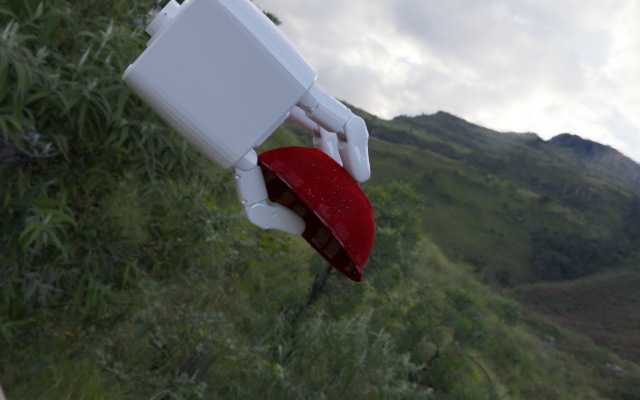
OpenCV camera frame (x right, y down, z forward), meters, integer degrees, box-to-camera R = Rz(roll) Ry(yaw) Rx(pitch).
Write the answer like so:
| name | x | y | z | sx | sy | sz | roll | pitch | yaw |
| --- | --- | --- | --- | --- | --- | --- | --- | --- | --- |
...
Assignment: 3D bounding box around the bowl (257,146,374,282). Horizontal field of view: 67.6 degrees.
| name | x | y | z | sx | sy | sz | roll | pitch | yaw |
| --- | --- | --- | --- | --- | --- | --- | --- | --- | --- |
| bowl | 0.001 | 0.002 | 0.460 | 0.055 | 0.162 | 0.162 | -42 | 10 | -12 |
